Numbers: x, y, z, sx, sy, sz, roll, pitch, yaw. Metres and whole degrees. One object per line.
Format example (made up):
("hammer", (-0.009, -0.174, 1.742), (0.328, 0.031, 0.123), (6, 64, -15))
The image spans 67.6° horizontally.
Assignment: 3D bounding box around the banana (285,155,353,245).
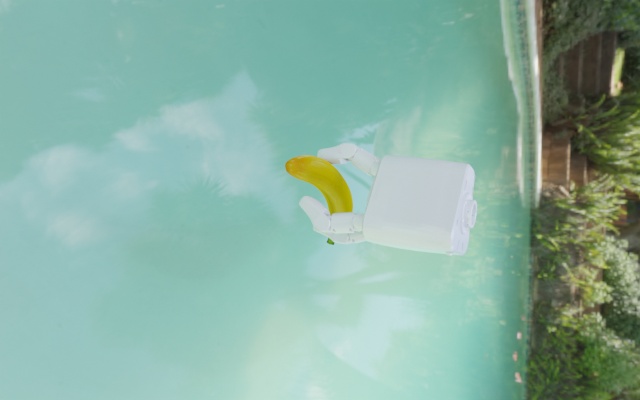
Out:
("banana", (0.009, -0.011, 0.656), (0.037, 0.069, 0.198), (13, -28, 29))
